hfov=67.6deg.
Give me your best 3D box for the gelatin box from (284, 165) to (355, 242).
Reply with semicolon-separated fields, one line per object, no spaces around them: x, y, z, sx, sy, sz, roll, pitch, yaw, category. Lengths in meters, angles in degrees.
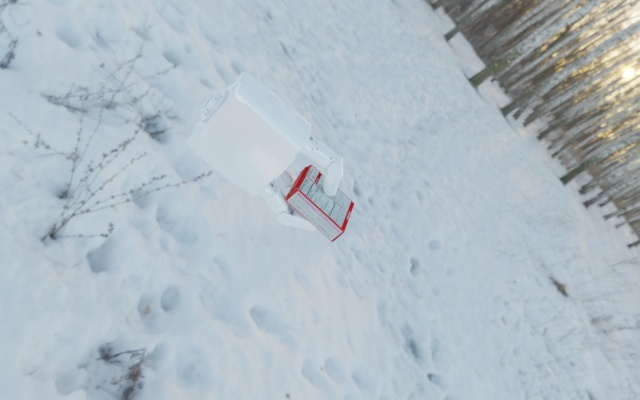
0.001;0.002;0.649;0.030;0.089;0.073;-42;13;31;gelatin box
